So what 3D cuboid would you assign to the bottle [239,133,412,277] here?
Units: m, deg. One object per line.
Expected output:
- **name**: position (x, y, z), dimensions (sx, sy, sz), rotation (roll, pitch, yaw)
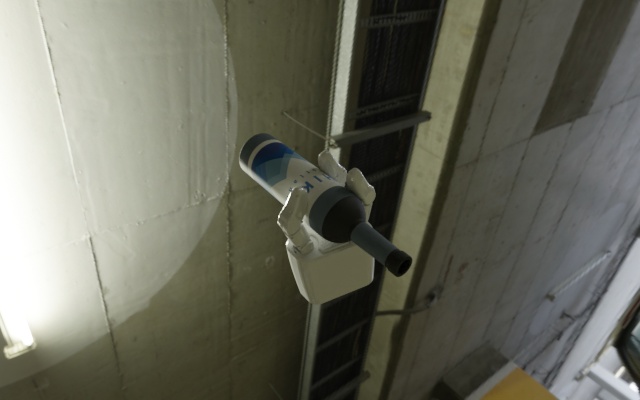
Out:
- **bottle**: position (0.000, 0.002, 0.612), dimensions (0.069, 0.069, 0.295), rotation (0, 29, -45)
